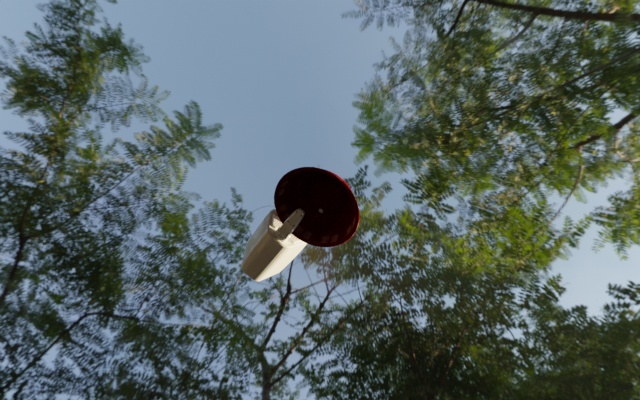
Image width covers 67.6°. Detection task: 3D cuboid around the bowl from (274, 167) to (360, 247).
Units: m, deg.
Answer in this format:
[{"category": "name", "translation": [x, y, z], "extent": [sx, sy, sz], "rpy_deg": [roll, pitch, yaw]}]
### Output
[{"category": "bowl", "translation": [0.001, 0.002, 0.859], "extent": [0.162, 0.162, 0.055], "rpy_deg": [0, 28, 24]}]
